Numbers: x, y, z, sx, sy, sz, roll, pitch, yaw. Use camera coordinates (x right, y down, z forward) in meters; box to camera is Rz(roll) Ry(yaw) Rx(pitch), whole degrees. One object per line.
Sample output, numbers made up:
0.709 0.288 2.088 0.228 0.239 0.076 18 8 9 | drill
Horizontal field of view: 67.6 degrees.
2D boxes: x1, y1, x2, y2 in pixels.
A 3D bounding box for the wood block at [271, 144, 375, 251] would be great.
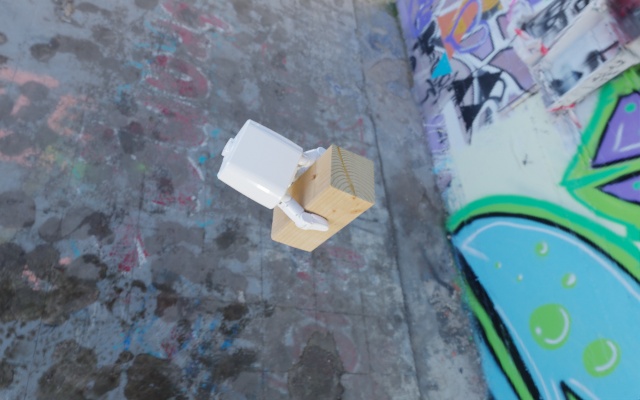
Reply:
0.000 0.003 0.861 0.090 0.090 0.206 21 -38 -25 | wood block
